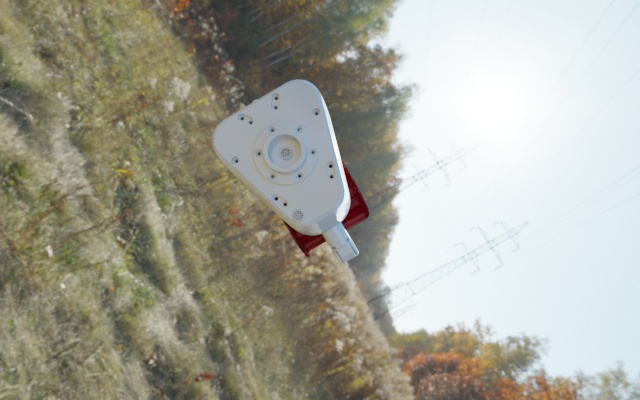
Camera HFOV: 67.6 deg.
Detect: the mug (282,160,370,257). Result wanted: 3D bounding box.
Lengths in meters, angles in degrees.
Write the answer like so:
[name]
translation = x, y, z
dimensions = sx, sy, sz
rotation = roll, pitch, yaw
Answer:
[mug]
translation = 0.000, 0.002, 0.525
dimensions = 0.081, 0.093, 0.117
rotation = -29, -5, 1
